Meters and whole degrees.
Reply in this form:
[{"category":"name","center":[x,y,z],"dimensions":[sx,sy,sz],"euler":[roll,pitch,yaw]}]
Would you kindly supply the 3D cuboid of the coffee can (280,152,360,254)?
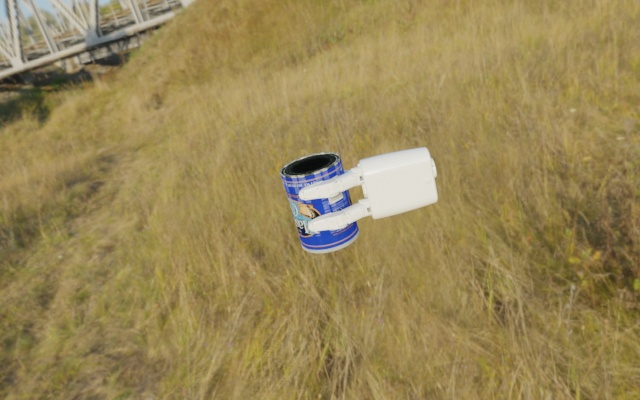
[{"category":"coffee can","center":[0.000,0.003,0.797],"dimensions":[0.103,0.140,0.102],"euler":[-13,21,5]}]
